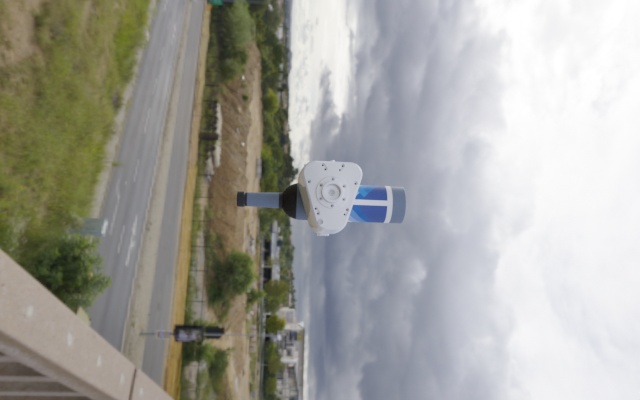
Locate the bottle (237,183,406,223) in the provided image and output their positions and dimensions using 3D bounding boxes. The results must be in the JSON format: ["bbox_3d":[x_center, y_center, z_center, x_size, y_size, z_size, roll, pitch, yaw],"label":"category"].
[{"bbox_3d":[0.000,0.003,0.852,0.296,0.069,0.069,2,0,-4],"label":"bottle"}]
